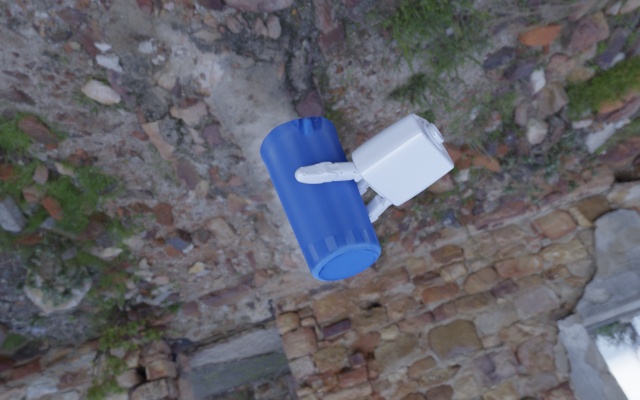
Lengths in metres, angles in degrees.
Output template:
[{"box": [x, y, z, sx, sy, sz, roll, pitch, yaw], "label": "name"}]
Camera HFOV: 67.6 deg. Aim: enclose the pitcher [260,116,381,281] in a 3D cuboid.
[{"box": [0.000, 0.002, 0.752, 0.145, 0.242, 0.149, -35, -32, 23], "label": "pitcher"}]
